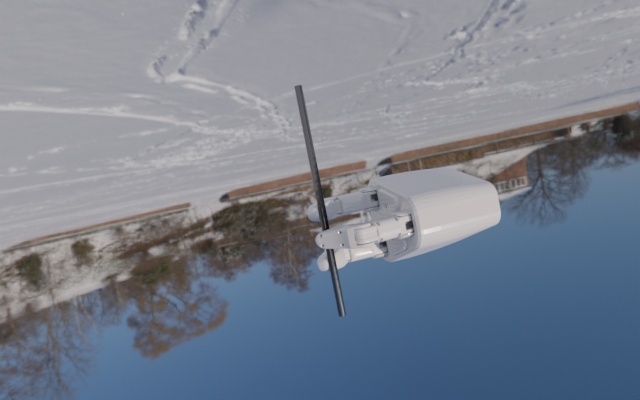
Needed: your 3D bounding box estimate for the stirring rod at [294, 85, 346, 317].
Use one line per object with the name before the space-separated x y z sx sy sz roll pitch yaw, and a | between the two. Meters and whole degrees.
stirring rod | 0.000 0.001 0.491 0.011 0.239 0.011 -11 3 1
